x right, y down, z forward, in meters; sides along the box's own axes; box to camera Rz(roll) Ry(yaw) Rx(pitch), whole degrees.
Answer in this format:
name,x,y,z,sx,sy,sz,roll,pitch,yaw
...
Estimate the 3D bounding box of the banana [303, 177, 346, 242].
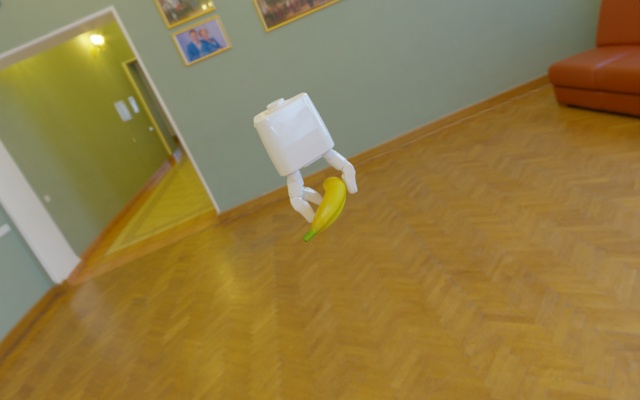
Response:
name,x,y,z,sx,sy,sz,roll,pitch,yaw
banana,0.015,-0.002,0.849,0.069,0.037,0.197,-23,21,25
